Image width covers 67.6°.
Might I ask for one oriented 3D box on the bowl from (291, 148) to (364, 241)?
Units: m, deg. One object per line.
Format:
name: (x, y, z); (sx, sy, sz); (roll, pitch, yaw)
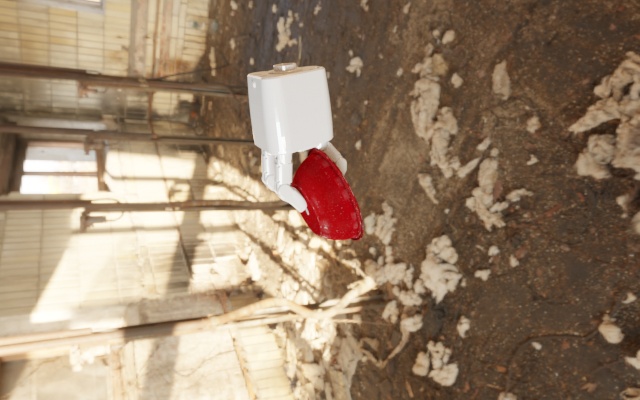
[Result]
bowl: (0.000, 0.004, 0.743); (0.055, 0.162, 0.162); (-28, 8, -16)
